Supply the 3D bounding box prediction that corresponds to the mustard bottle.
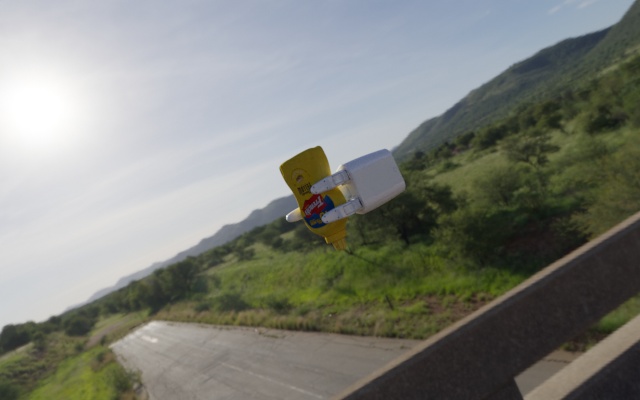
[{"bbox_3d":[0.000,0.003,0.879,0.096,0.191,0.058,-25,0,38],"label":"mustard bottle"}]
